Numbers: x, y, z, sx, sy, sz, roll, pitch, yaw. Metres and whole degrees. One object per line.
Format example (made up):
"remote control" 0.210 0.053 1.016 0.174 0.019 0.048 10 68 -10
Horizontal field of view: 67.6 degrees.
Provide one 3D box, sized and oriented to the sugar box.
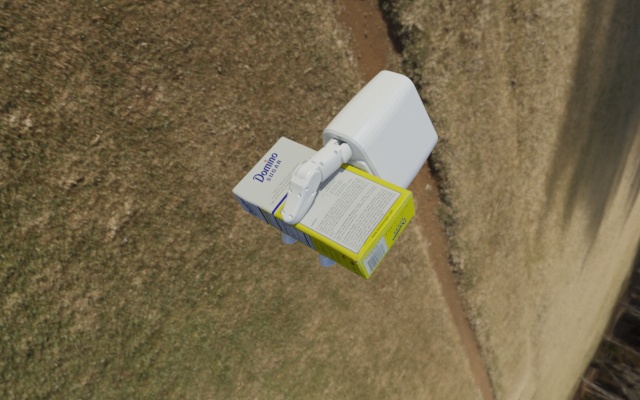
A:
"sugar box" 0.000 0.002 0.510 0.176 0.093 0.048 26 -24 33
